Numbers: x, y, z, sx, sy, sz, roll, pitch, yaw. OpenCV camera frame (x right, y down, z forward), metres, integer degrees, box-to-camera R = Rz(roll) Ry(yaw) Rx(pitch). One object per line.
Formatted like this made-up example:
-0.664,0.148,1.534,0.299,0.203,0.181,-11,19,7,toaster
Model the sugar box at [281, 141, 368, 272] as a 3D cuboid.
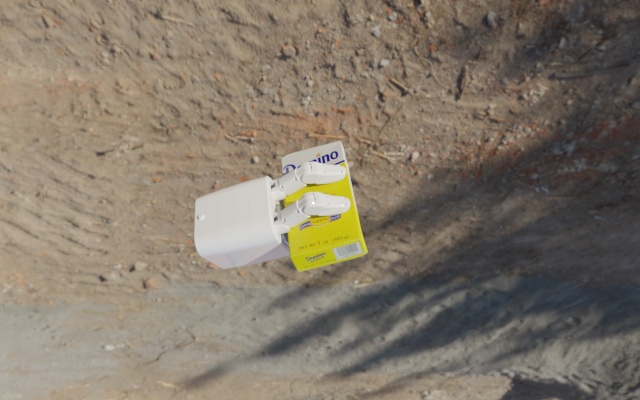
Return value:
0.000,0.002,0.640,0.093,0.176,0.048,-15,-38,6,sugar box
